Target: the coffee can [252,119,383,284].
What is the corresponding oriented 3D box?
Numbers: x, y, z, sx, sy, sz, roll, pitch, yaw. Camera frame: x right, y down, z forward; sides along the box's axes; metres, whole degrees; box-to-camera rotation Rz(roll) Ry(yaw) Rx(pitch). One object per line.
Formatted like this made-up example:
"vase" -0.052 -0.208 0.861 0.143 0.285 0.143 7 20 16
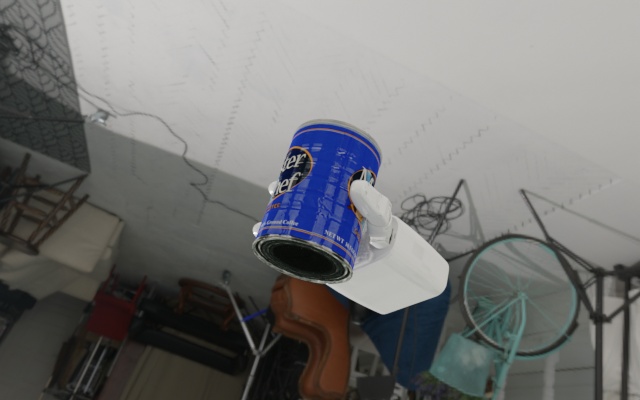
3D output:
"coffee can" 0.000 0.001 0.497 0.103 0.140 0.103 14 -28 7
